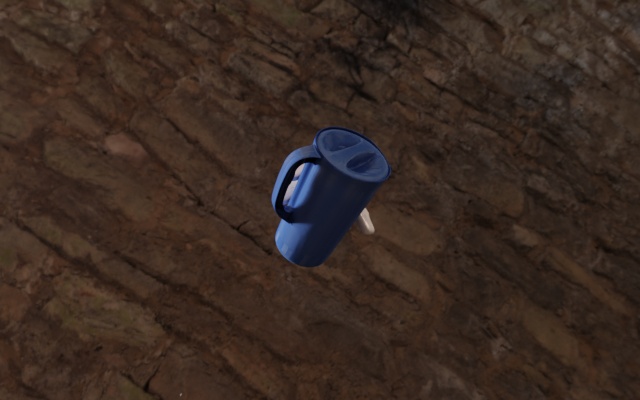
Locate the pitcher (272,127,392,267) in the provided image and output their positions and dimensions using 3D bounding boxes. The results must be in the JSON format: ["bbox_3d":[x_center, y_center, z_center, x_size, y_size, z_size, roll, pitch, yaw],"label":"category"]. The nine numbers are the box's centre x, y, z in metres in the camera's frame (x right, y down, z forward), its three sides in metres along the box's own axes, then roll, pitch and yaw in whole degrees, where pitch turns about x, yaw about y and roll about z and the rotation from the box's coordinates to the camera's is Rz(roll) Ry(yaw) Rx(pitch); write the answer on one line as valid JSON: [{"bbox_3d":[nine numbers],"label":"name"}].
[{"bbox_3d":[0.000,0.003,0.822,0.149,0.243,0.145,32,37,4],"label":"pitcher"}]
